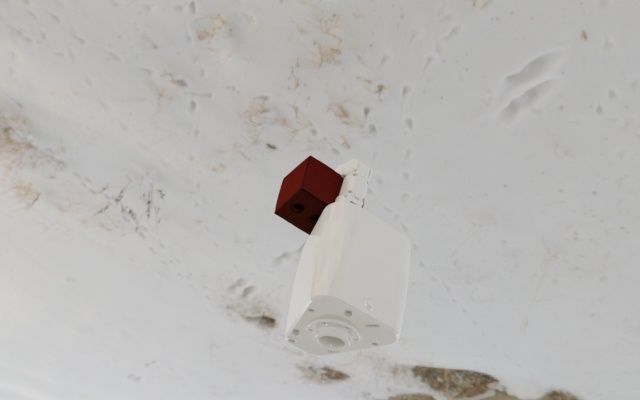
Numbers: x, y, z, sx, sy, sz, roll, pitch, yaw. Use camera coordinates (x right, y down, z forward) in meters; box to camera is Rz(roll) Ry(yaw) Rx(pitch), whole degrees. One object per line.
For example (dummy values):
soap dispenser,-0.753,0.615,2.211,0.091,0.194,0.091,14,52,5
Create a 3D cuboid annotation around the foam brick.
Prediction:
foam brick,0.000,0.001,0.500,0.078,0.051,0.053,32,-44,-19
